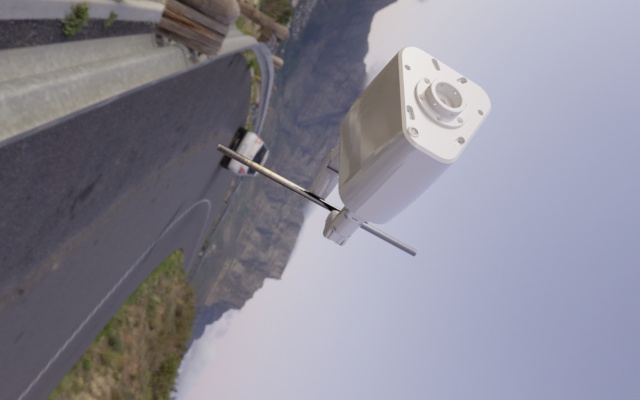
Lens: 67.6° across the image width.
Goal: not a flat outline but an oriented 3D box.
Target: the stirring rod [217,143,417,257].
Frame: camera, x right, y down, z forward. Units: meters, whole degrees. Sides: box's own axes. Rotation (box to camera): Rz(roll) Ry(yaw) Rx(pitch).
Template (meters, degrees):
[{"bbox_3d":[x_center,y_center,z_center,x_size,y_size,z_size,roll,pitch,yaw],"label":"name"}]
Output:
[{"bbox_3d":[0.000,0.002,0.507,0.239,0.011,0.011,29,-5,-9],"label":"stirring rod"}]
